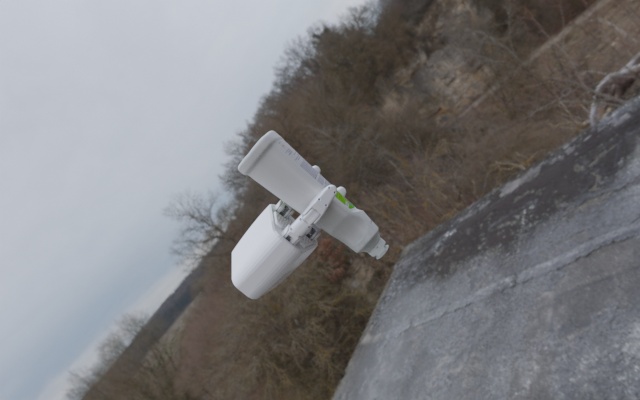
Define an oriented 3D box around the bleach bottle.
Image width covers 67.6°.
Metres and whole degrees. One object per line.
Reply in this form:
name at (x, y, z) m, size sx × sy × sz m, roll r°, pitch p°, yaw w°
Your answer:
bleach bottle at (0.000, 0.002, 0.713) m, size 0.251 × 0.068 × 0.102 m, roll 40°, pitch 16°, yaw -7°
